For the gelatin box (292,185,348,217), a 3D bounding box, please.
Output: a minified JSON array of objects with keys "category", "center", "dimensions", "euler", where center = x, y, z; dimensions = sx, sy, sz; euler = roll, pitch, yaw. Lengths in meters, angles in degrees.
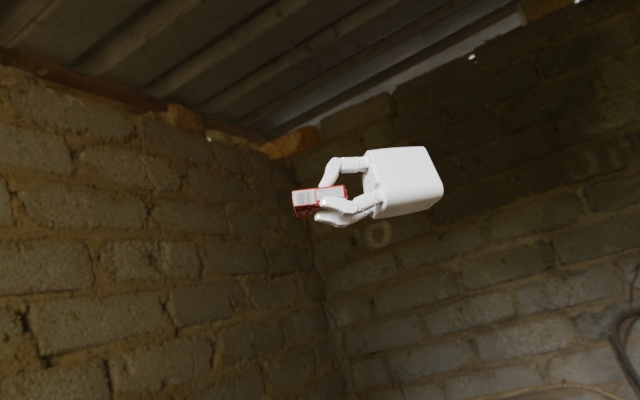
[{"category":"gelatin box","center":[0.000,0.002,0.802],"dimensions":[0.089,0.030,0.073],"euler":[-7,-16,1]}]
